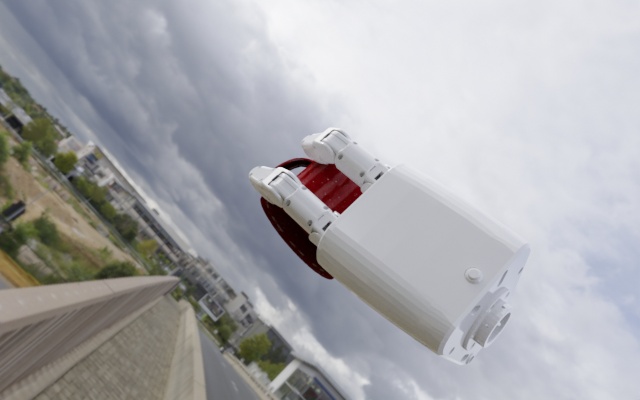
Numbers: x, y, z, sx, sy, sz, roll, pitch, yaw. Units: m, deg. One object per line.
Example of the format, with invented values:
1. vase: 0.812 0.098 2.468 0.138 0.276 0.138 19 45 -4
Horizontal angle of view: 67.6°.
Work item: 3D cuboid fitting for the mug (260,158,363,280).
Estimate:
1. mug: -0.001 0.001 0.425 0.117 0.081 0.093 38 -20 33
